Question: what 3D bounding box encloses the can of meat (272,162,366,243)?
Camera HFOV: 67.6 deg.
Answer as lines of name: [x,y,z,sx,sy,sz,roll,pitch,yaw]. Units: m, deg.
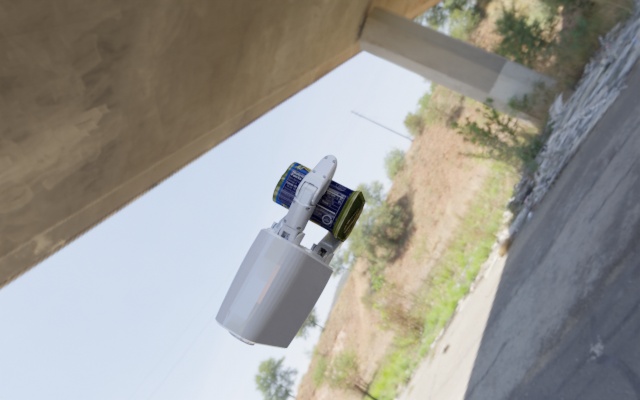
can of meat: [0.000,0.002,0.549,0.084,0.057,0.102,27,-4,12]
